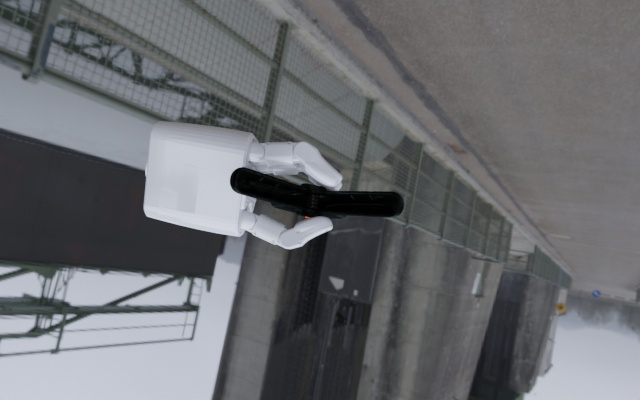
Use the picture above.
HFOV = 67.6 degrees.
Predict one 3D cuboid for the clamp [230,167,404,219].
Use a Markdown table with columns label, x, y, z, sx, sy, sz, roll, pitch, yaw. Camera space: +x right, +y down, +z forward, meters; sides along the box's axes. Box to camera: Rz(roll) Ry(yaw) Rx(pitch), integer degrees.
| label | x | y | z | sx | sy | sz | roll | pitch | yaw |
| --- | --- | --- | --- | --- | --- | --- | --- | --- | --- |
| clamp | 0.000 | 0.003 | 0.532 | 0.164 | 0.036 | 0.210 | 9 | -6 | 3 |
